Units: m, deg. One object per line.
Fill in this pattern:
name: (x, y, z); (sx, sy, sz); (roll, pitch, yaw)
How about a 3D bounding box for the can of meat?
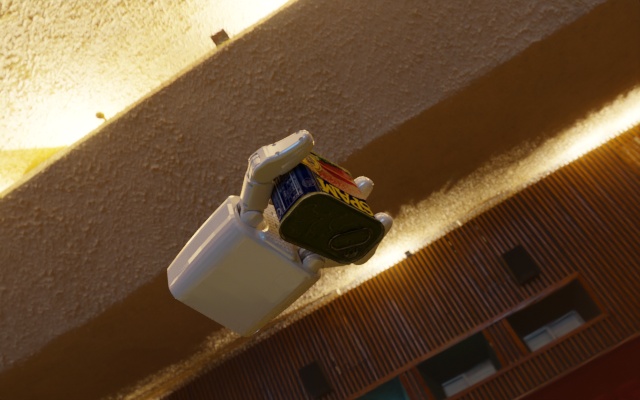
can of meat: (0.000, 0.001, 0.445); (0.102, 0.057, 0.084); (27, 25, -37)
